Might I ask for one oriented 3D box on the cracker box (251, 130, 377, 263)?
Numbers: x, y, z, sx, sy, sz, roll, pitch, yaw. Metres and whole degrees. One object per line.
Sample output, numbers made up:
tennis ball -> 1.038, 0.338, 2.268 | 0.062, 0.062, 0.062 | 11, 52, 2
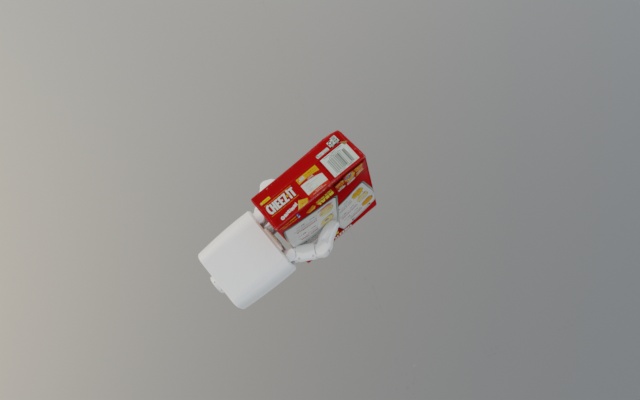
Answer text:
cracker box -> 0.000, 0.003, 0.760 | 0.164, 0.072, 0.214 | -40, -21, -4
